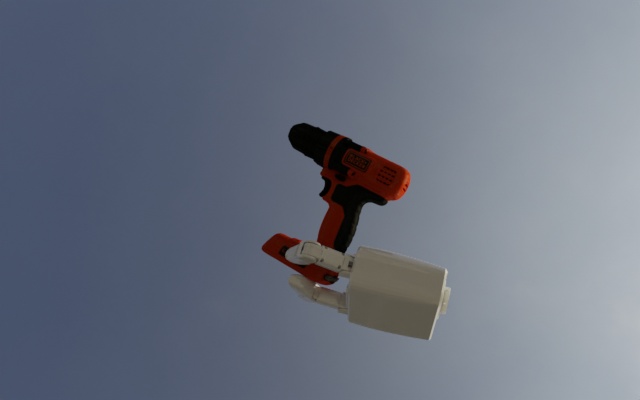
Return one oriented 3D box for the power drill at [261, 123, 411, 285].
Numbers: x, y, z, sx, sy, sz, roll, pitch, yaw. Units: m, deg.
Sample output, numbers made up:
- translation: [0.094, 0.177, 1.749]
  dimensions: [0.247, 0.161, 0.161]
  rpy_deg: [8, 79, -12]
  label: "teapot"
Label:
- translation: [0.000, 0.003, 0.633]
  dimensions: [0.184, 0.187, 0.057]
  rpy_deg: [28, -1, 24]
  label: "power drill"
